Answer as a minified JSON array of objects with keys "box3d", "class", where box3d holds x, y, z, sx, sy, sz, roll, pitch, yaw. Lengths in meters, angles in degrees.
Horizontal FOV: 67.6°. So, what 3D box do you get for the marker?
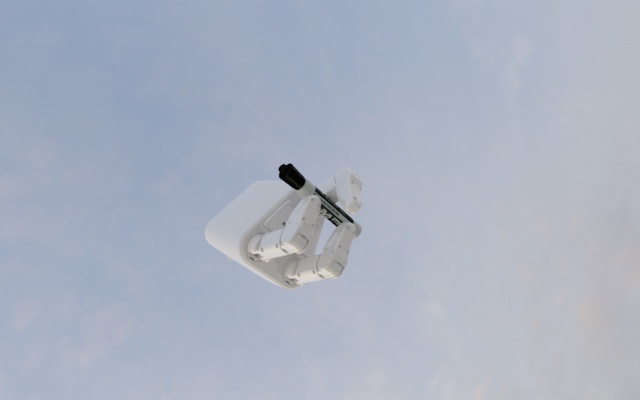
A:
[{"box3d":[0.000,0.002,0.496,0.020,0.020,0.121,0,-34,50],"class":"marker"}]
